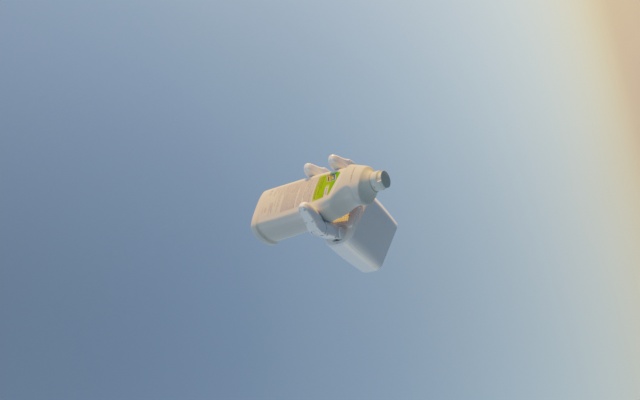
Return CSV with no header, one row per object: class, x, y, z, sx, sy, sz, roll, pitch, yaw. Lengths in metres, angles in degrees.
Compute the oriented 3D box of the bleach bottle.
bleach bottle,0.000,0.003,0.793,0.251,0.102,0.068,-16,-44,36
